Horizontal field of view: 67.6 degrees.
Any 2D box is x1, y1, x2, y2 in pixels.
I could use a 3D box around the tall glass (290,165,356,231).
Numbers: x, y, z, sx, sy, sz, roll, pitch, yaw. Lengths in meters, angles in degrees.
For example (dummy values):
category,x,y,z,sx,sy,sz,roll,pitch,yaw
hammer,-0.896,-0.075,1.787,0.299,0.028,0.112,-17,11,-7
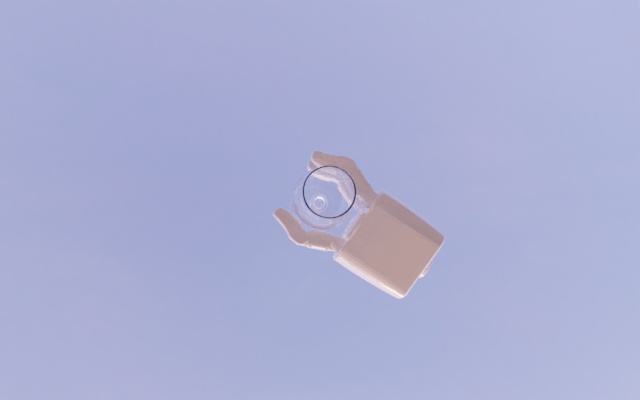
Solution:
category,x,y,z,sx,sy,sz,roll,pitch,yaw
tall glass,0.000,0.002,0.639,0.079,0.079,0.201,0,-7,-6
